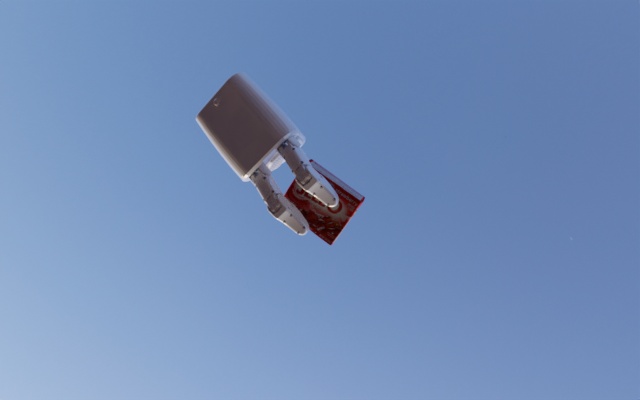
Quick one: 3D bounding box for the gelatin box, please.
[{"bbox_3d":[0.000,0.002,0.612,0.089,0.073,0.030,36,20,5],"label":"gelatin box"}]
